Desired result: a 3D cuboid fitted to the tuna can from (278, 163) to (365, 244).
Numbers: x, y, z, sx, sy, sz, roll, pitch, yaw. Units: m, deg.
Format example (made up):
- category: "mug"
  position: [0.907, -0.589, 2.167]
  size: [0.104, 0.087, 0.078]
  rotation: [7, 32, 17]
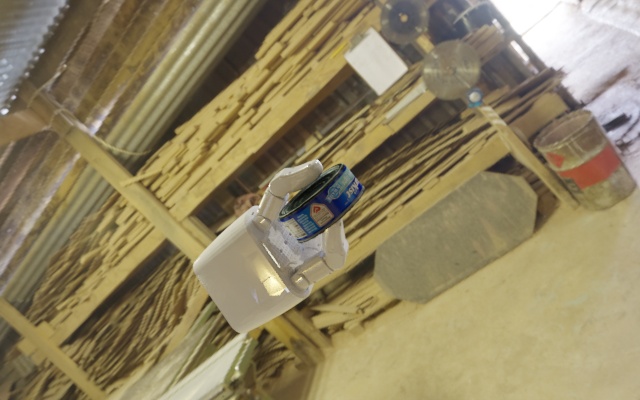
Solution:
- category: "tuna can"
  position: [0.000, 0.001, 0.471]
  size: [0.086, 0.034, 0.086]
  rotation: [-38, 10, 8]
